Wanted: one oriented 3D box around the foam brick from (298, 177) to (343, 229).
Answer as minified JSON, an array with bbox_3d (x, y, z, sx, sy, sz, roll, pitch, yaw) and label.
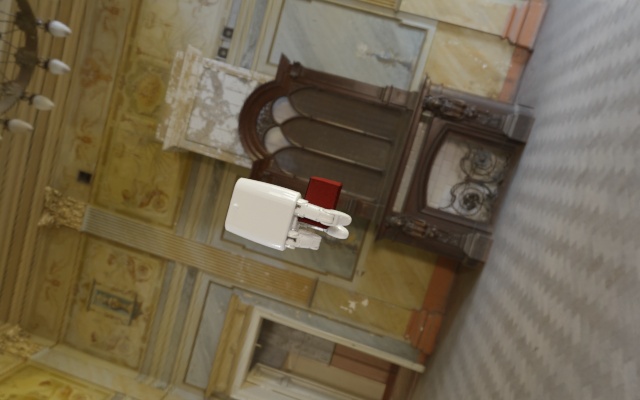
[{"bbox_3d":[0.000,0.002,0.803,0.051,0.078,0.053,17,7,8],"label":"foam brick"}]
